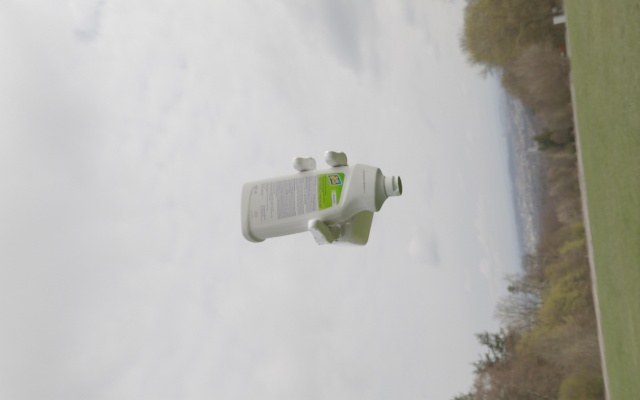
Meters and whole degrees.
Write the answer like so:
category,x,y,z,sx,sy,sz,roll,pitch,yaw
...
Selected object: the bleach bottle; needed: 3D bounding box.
category,x,y,z,sx,sy,sz,roll,pitch,yaw
bleach bottle,0.000,0.002,0.734,0.251,0.102,0.068,-8,-14,21
